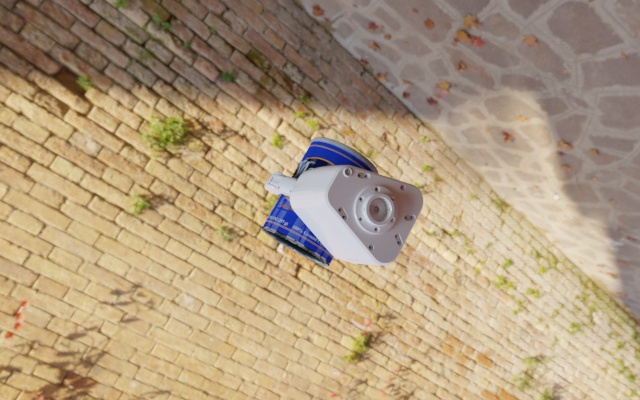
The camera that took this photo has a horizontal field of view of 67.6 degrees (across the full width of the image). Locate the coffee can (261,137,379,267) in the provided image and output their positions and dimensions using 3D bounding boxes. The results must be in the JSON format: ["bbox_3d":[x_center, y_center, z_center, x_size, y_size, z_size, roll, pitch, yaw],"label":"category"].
[{"bbox_3d":[0.000,0.002,0.634,0.103,0.140,0.103,28,-12,6],"label":"coffee can"}]
